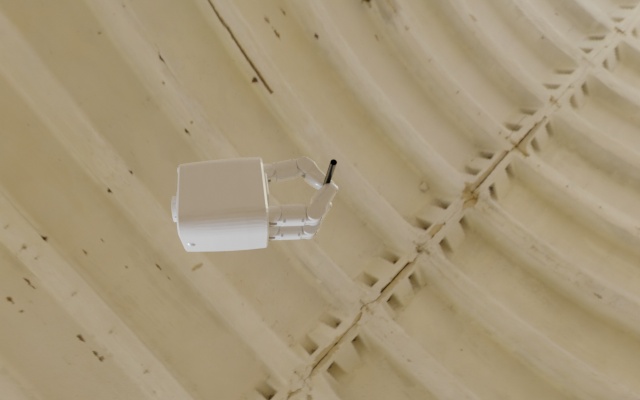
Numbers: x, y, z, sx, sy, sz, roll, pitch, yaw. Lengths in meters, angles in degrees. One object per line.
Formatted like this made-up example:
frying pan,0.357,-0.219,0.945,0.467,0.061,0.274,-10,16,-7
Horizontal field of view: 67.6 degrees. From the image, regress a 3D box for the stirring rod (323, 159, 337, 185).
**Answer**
stirring rod,0.000,0.002,0.661,0.011,0.011,0.240,0,-23,-8
